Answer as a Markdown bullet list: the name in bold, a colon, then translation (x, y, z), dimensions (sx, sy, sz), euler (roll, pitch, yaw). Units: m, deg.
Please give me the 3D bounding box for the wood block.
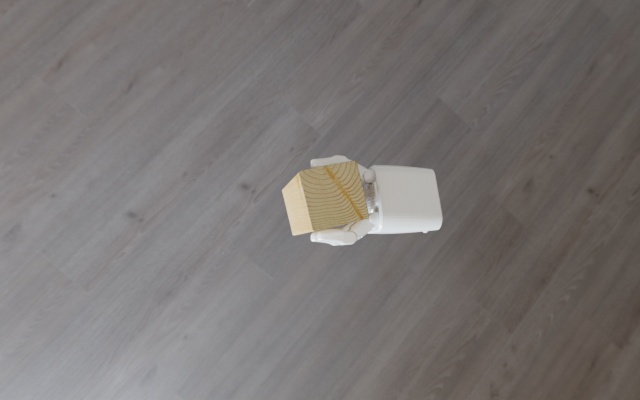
- **wood block**: translation (0.000, 0.002, 0.785), dimensions (0.090, 0.091, 0.206), euler (-12, -4, -12)
